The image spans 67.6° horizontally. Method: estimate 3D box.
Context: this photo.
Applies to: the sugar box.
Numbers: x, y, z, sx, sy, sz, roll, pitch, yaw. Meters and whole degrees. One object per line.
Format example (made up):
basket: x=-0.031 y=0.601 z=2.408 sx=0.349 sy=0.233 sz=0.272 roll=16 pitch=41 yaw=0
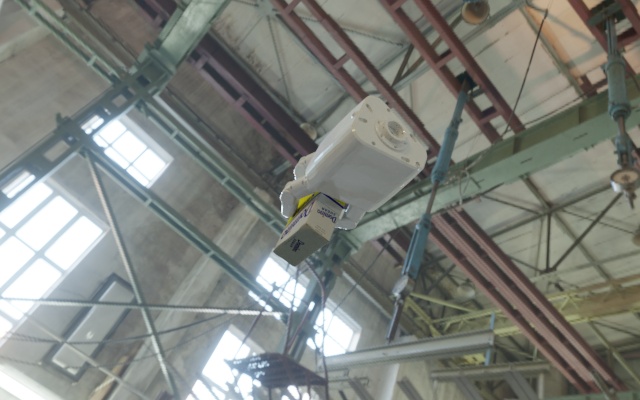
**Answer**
sugar box: x=0.000 y=0.002 z=0.681 sx=0.048 sy=0.176 sz=0.093 roll=38 pitch=-43 yaw=-10
